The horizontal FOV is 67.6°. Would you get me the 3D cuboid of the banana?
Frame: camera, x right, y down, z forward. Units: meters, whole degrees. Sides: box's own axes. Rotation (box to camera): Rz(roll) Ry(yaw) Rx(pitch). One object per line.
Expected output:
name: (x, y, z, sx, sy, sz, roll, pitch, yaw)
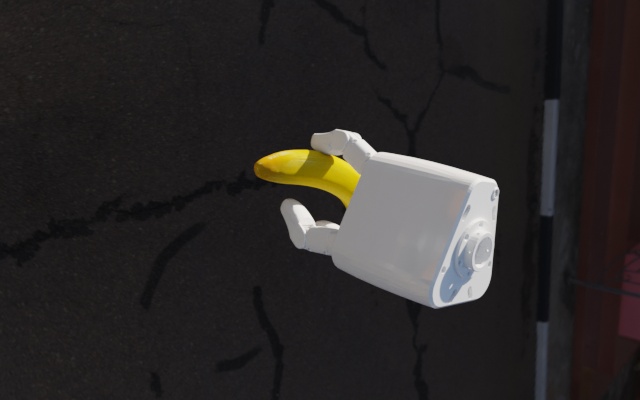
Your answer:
banana: (0.012, -0.013, 0.520, 0.037, 0.069, 0.198, 28, -7, 44)
